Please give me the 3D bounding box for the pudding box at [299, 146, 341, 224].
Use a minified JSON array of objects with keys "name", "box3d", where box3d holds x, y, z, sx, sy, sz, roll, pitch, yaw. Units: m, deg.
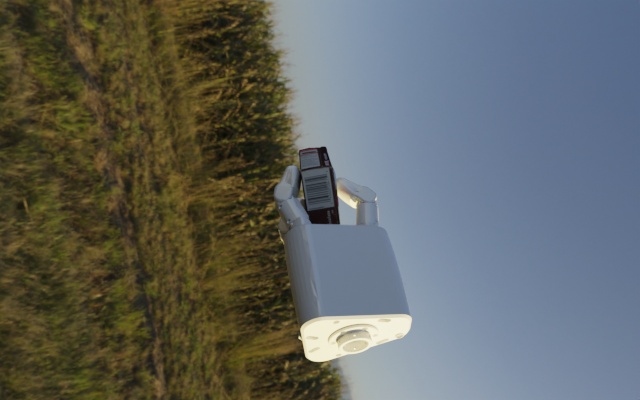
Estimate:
[{"name":"pudding box","box3d":[0.000,0.002,0.564,0.039,0.113,0.090,-7,21,-2]}]
